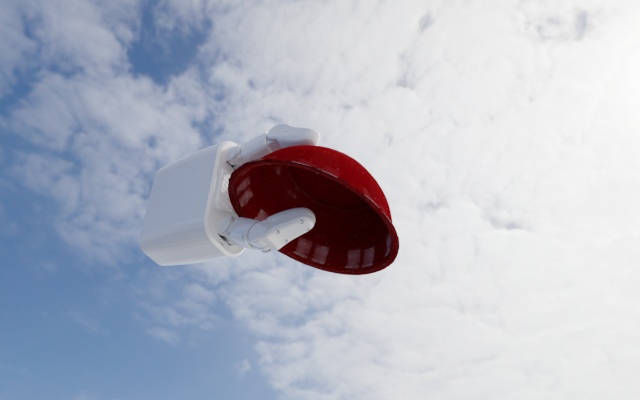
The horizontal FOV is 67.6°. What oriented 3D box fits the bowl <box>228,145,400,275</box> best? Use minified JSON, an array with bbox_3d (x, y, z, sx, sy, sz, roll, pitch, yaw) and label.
[{"bbox_3d":[0.001,0.001,0.434,0.162,0.055,0.162,18,-33,12],"label":"bowl"}]
